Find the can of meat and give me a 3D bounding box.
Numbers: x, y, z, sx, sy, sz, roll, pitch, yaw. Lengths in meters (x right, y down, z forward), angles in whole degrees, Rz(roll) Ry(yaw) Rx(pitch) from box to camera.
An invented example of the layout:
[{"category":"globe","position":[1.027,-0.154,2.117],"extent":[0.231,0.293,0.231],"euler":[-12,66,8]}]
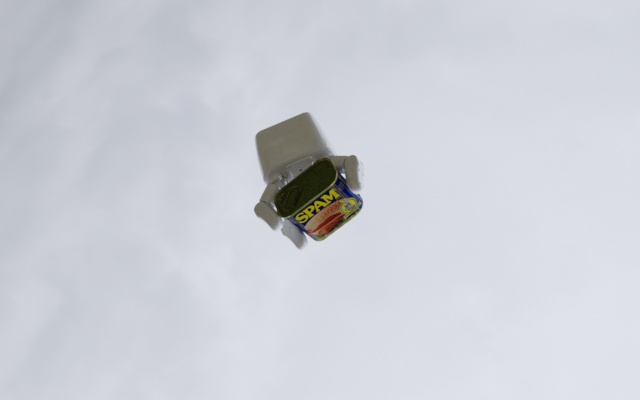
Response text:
[{"category":"can of meat","position":[0.000,0.002,0.681],"extent":[0.102,0.057,0.084],"euler":[-37,-46,11]}]
